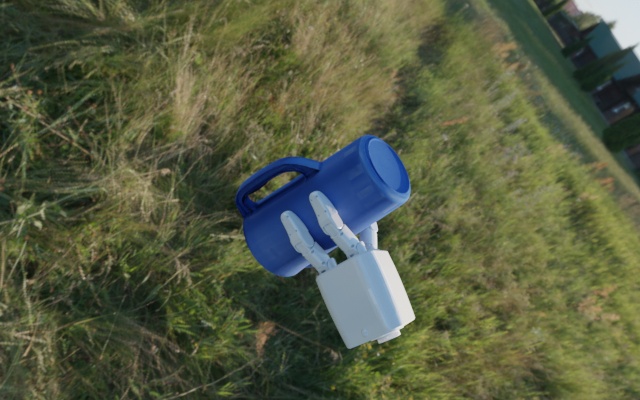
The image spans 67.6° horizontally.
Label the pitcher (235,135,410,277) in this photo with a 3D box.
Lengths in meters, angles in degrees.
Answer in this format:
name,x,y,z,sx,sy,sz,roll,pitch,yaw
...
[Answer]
name,x,y,z,sx,sy,sz,roll,pitch,yaw
pitcher,0.000,0.002,0.703,0.243,0.145,0.149,-33,-20,33
